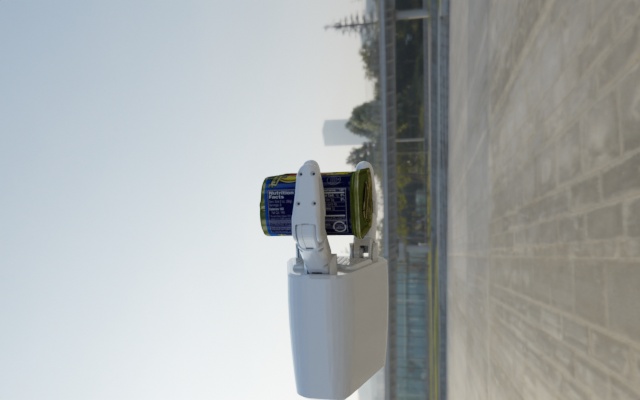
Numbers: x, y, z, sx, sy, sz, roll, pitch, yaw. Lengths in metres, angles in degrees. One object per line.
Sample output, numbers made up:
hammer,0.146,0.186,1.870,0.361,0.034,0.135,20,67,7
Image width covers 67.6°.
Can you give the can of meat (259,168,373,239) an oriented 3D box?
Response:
can of meat,0.000,0.001,0.429,0.084,0.057,0.102,-2,5,12
